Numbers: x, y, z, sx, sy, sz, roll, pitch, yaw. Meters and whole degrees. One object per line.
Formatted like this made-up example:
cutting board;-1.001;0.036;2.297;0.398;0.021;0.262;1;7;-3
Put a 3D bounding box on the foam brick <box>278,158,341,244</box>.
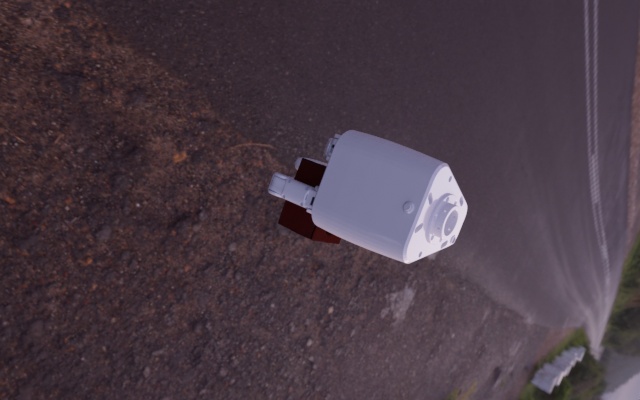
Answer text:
foam brick;0.000;0.002;0.510;0.051;0.078;0.053;24;5;36
